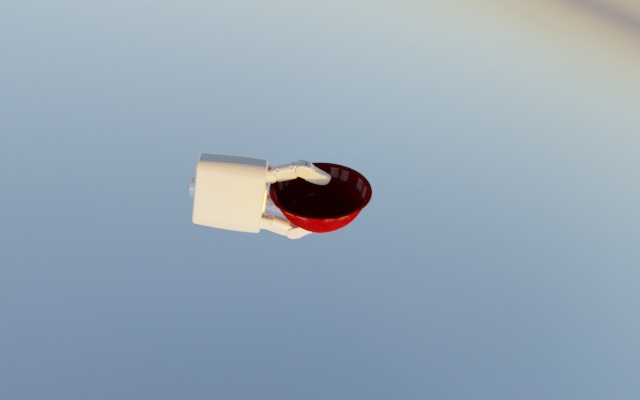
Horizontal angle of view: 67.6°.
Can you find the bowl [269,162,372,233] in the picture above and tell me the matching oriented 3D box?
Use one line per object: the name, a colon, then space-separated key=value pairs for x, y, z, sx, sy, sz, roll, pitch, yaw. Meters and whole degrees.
bowl: x=0.001 y=0.003 z=0.761 sx=0.162 sy=0.055 sz=0.162 roll=0 pitch=35 yaw=0
